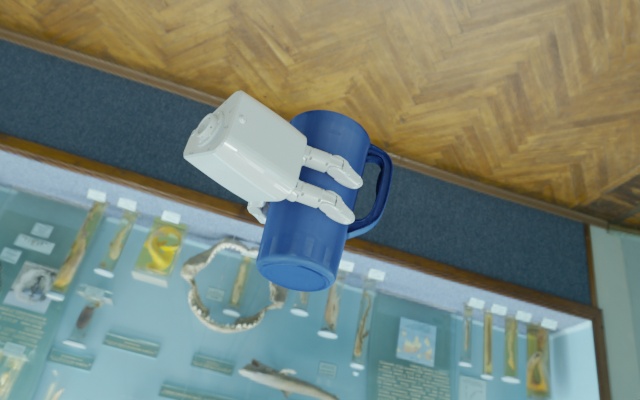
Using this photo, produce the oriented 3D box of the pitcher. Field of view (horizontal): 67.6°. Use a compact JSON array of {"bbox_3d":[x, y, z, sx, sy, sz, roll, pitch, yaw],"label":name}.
[{"bbox_3d":[0.000,0.002,0.683,0.149,0.242,0.145,-17,-42,40],"label":"pitcher"}]
